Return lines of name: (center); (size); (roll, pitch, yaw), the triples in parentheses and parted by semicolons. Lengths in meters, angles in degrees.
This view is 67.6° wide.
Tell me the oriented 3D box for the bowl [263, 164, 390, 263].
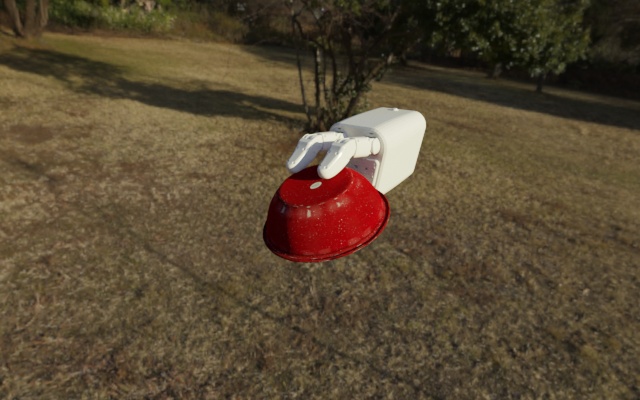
bowl: (-0.001, 0.002, 0.577); (0.162, 0.055, 0.162); (-11, 33, 8)
